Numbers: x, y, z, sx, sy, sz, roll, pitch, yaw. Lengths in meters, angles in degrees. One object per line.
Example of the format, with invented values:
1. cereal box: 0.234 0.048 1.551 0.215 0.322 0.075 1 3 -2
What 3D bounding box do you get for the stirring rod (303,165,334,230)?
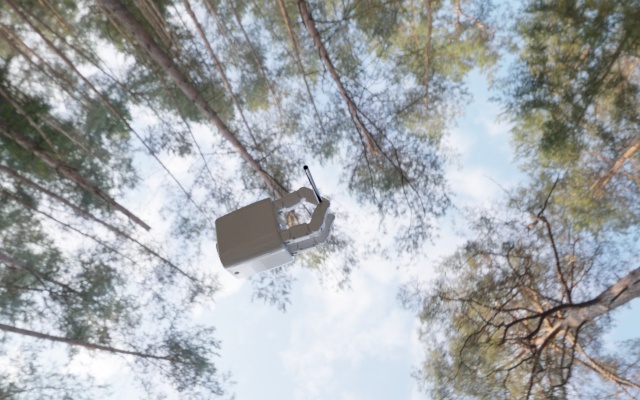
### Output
1. stirring rod: 0.000 0.003 0.786 0.011 0.011 0.240 0 -24 11
